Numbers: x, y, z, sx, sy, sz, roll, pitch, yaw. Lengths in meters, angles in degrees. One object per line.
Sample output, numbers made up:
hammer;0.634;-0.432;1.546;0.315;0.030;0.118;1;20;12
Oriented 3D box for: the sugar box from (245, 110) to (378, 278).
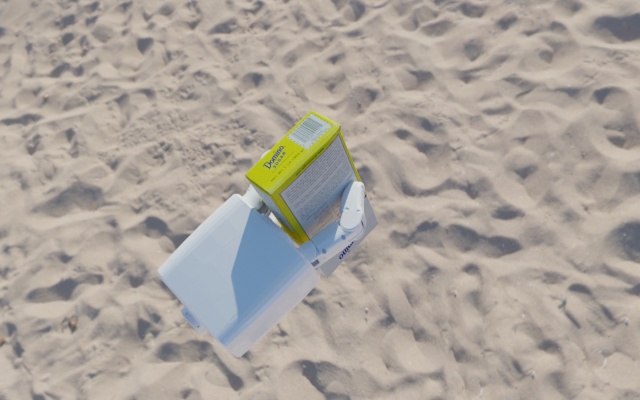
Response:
sugar box;0.000;0.001;0.496;0.048;0.093;0.176;36;-16;33
